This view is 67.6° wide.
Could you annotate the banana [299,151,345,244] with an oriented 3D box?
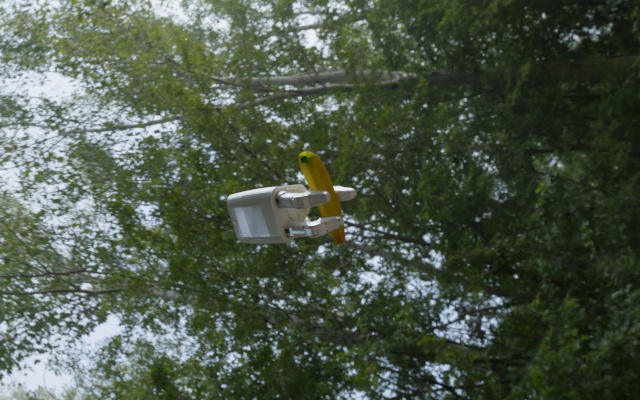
[{"bbox_3d":[0.001,-0.012,0.799,0.037,0.198,0.069,-11,40,18],"label":"banana"}]
